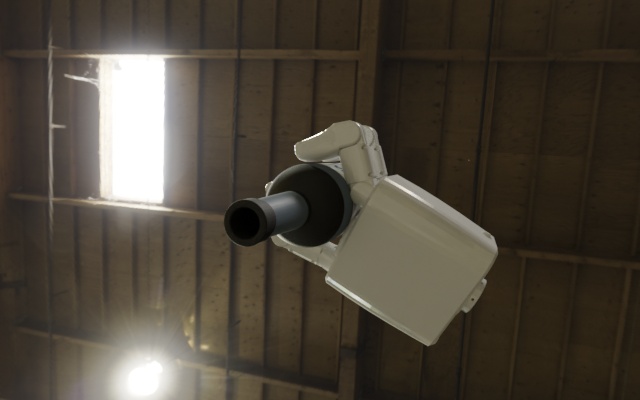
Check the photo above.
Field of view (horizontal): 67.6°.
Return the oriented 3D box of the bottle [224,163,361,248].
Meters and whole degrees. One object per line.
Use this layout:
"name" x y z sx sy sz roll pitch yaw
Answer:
"bottle" 0.000 0.001 0.413 0.069 0.069 0.295 0 5 17
